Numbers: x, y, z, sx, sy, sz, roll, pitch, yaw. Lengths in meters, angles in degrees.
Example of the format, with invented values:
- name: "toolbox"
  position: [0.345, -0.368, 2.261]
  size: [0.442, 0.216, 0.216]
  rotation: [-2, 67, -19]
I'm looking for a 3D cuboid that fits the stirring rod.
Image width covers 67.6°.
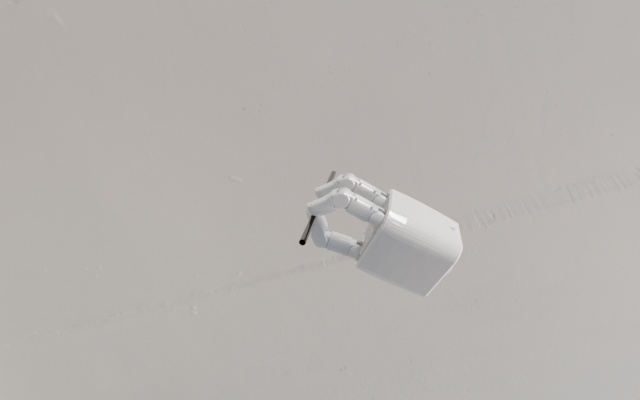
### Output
- name: "stirring rod"
  position: [0.000, 0.002, 0.656]
  size: [0.011, 0.011, 0.239]
  rotation: [0, 22, 11]
